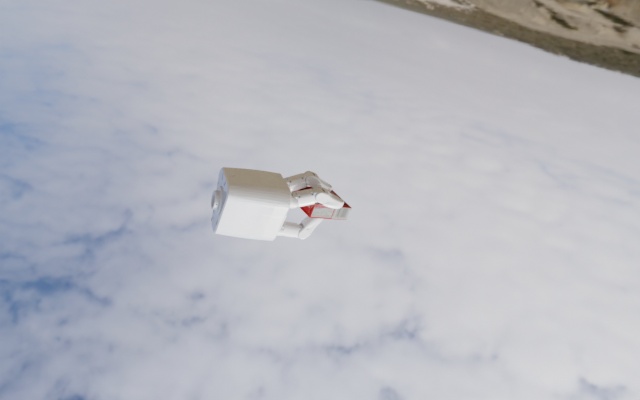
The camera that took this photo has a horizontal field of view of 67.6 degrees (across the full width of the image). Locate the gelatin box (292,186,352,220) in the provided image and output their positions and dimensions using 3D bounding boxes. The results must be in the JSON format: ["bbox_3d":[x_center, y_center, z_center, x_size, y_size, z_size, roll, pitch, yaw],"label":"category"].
[{"bbox_3d":[0.000,0.003,0.862,0.089,0.030,0.073,6,26,-37],"label":"gelatin box"}]
